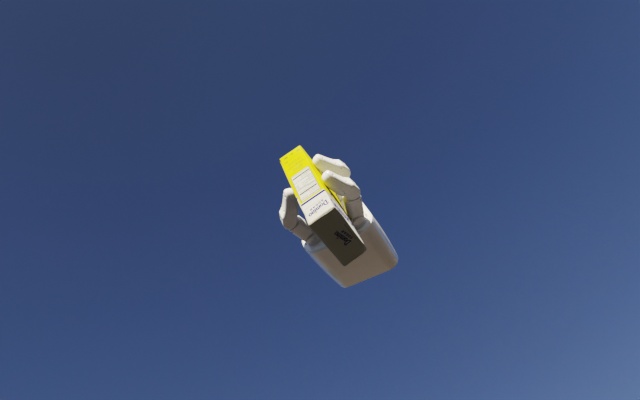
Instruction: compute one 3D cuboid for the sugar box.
[{"bbox_3d":[0.001,0.002,0.663,0.048,0.093,0.176,-36,36,3],"label":"sugar box"}]
